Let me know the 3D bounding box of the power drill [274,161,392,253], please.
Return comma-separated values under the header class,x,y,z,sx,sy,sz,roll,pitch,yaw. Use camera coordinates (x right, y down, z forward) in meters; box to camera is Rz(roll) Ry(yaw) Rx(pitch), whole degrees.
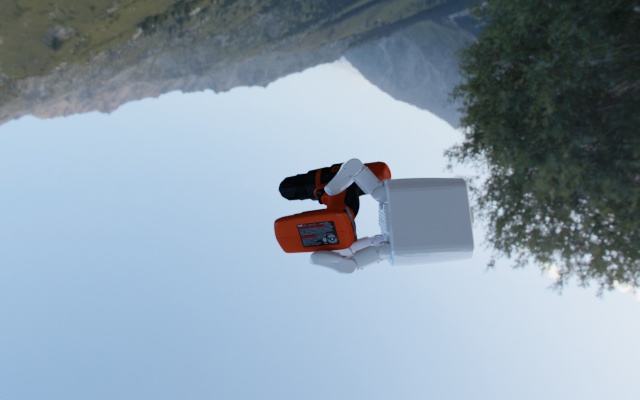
class,x,y,z,sx,sy,sz,roll,pitch,yaw
power drill,0.000,0.002,0.687,0.184,0.057,0.187,-9,26,22
